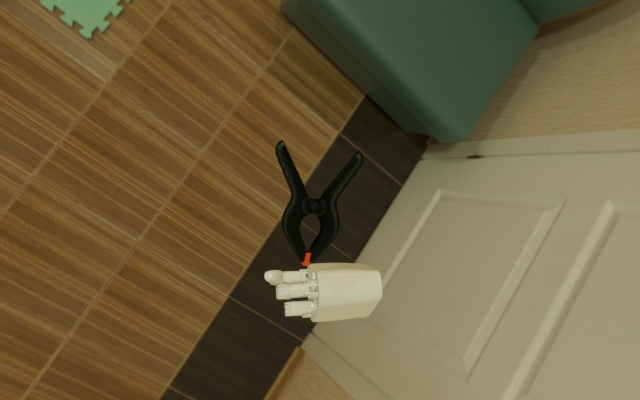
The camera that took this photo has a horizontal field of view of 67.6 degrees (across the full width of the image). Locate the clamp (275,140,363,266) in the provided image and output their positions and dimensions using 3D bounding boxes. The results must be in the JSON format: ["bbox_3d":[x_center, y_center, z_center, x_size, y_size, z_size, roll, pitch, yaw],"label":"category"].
[{"bbox_3d":[0.000,0.002,0.653,0.120,0.171,0.039,-1,4,0],"label":"clamp"}]
